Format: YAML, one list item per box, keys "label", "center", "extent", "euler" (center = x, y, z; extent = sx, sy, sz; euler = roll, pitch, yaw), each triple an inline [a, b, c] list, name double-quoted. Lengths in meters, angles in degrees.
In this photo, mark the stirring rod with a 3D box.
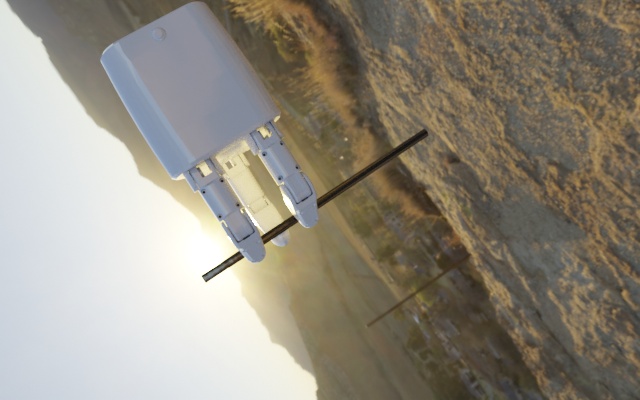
- label: "stirring rod"
  center: [0.000, 0.001, 0.425]
  extent: [0.239, 0.011, 0.011]
  euler: [-33, 7, -11]
